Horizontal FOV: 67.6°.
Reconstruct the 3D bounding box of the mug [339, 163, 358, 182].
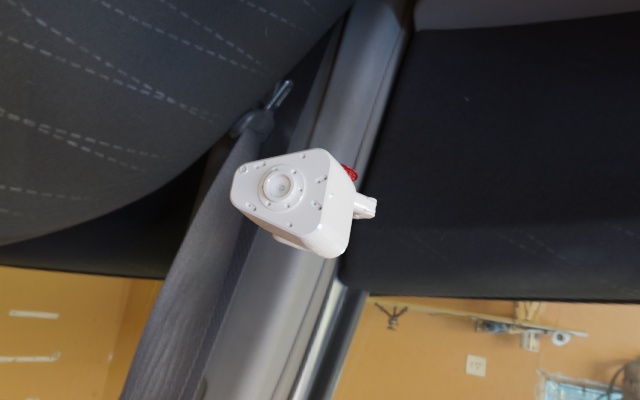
[{"bbox_3d":[0.000,0.003,0.631,0.093,0.081,0.117,6,-14,18],"label":"mug"}]
